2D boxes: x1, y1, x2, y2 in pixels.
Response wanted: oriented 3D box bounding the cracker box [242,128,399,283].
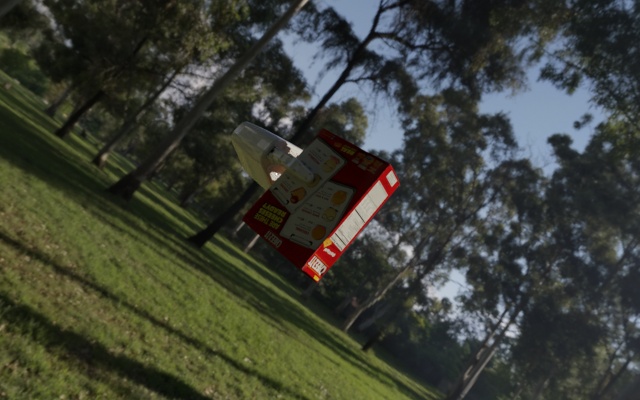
[{"bbox_3d":[0.000,0.002,0.788,0.164,0.213,0.072,34,-10,39],"label":"cracker box"}]
